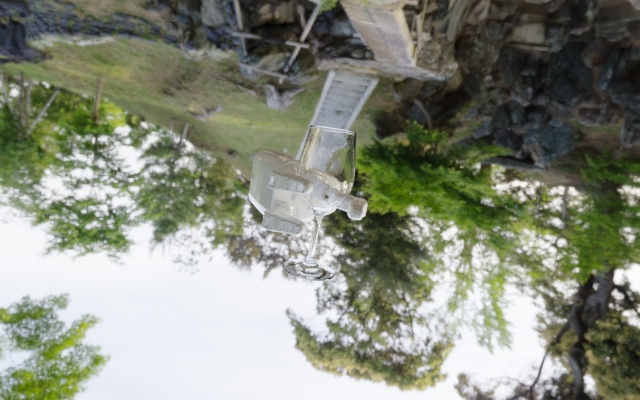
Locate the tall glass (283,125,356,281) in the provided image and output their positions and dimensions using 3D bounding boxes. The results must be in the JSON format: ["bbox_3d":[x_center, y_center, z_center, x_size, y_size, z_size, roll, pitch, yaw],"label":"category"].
[{"bbox_3d":[0.000,0.003,0.648,0.079,0.201,0.079,10,13,-2],"label":"tall glass"}]
